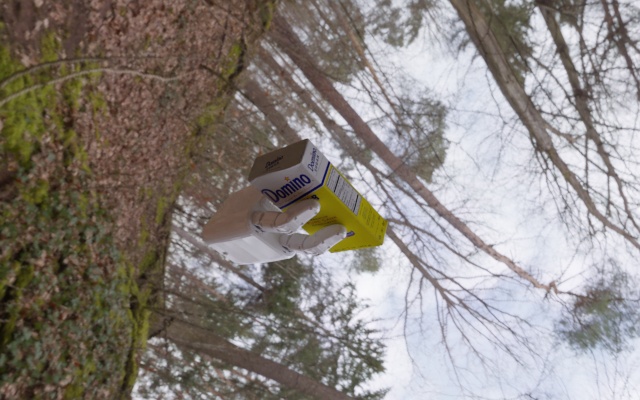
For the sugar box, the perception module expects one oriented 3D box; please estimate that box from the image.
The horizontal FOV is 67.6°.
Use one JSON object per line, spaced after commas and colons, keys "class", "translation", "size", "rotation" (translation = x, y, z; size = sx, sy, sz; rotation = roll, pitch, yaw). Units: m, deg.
{"class": "sugar box", "translation": [0.000, 0.003, 0.611], "size": [0.093, 0.048, 0.176], "rotation": [-15, -43, 39]}
